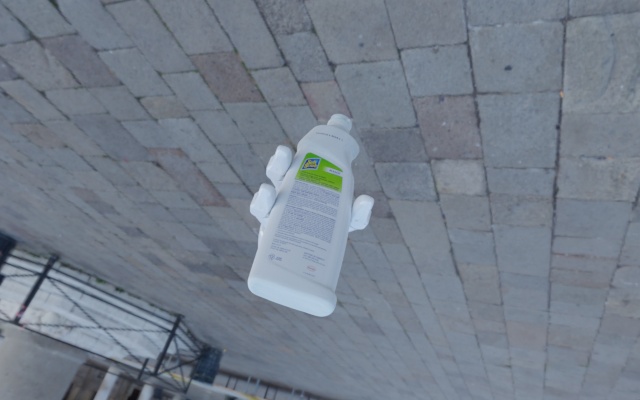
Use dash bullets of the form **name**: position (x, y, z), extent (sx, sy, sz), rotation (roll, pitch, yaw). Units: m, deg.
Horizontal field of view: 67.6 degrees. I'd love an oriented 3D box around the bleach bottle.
- **bleach bottle**: position (0.000, 0.002, 0.573), extent (0.102, 0.250, 0.068), rotation (19, -28, 0)
